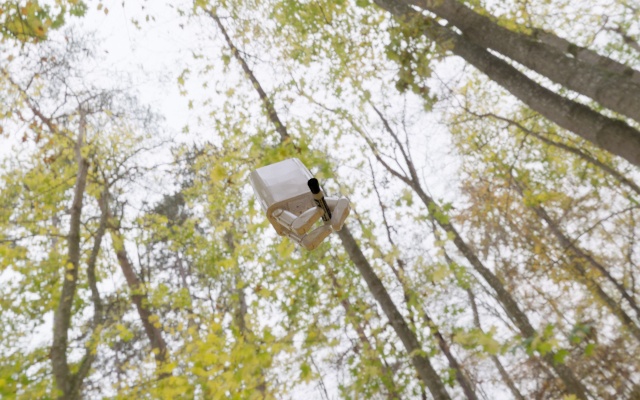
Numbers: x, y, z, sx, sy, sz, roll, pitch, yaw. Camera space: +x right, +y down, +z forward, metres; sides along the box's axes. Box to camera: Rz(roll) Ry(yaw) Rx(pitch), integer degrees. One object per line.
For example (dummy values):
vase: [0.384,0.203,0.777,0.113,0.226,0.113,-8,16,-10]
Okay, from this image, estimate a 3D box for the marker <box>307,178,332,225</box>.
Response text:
marker: [0.000,0.003,0.811,0.020,0.020,0.121,0,-36,18]
